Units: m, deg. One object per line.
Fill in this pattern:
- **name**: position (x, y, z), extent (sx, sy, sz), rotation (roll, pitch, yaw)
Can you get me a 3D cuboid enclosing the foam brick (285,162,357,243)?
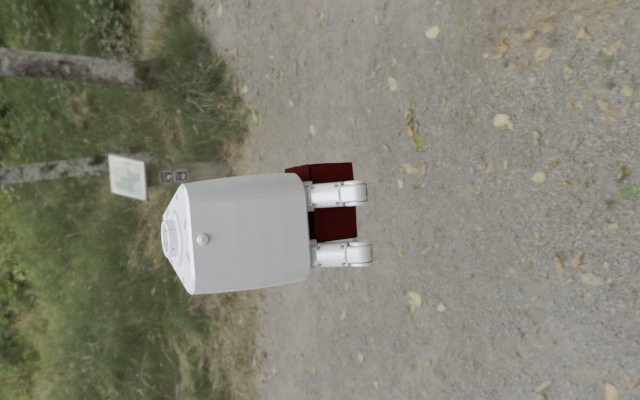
- **foam brick**: position (0.000, 0.001, 0.479), extent (0.051, 0.078, 0.053), rotation (-5, 1, -30)
